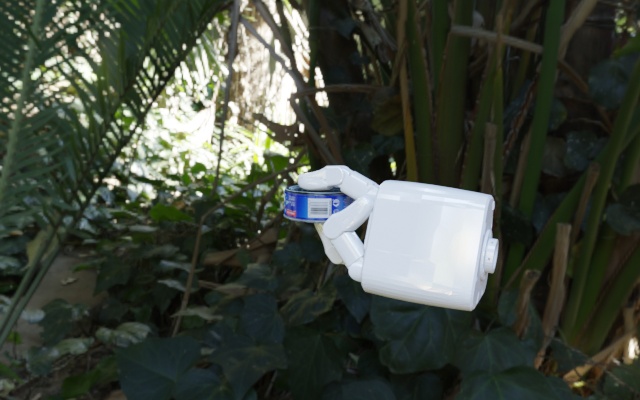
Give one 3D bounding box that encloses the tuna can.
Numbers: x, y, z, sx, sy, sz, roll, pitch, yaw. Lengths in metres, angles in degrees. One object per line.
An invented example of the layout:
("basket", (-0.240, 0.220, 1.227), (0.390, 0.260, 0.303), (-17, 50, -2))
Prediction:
("tuna can", (0.000, 0.001, 0.553), (0.086, 0.034, 0.086), (0, 9, 0))
